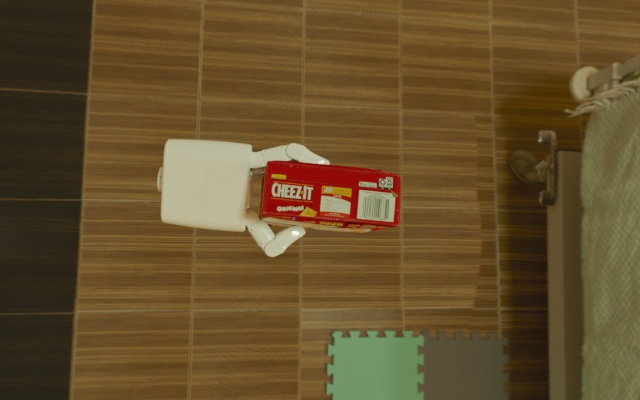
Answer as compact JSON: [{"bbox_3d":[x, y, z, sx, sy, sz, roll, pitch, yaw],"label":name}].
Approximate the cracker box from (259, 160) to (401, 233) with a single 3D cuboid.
[{"bbox_3d":[0.000,0.002,0.656,0.164,0.072,0.214,5,-6,-8],"label":"cracker box"}]
